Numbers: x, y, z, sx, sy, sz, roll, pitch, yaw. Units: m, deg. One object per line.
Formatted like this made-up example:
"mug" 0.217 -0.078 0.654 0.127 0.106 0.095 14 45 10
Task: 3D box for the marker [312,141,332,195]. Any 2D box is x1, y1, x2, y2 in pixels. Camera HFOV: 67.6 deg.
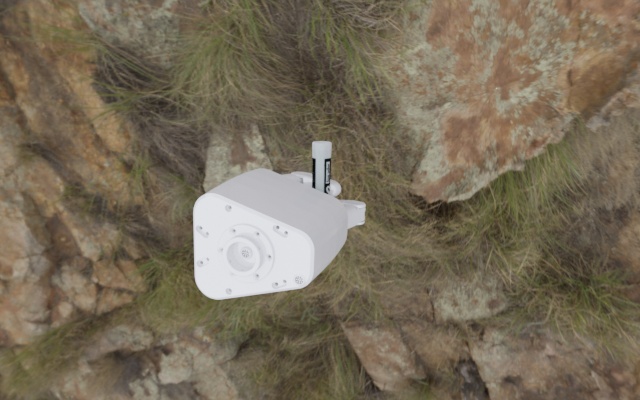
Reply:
"marker" 0.000 0.002 0.481 0.020 0.121 0.020 1 13 0
